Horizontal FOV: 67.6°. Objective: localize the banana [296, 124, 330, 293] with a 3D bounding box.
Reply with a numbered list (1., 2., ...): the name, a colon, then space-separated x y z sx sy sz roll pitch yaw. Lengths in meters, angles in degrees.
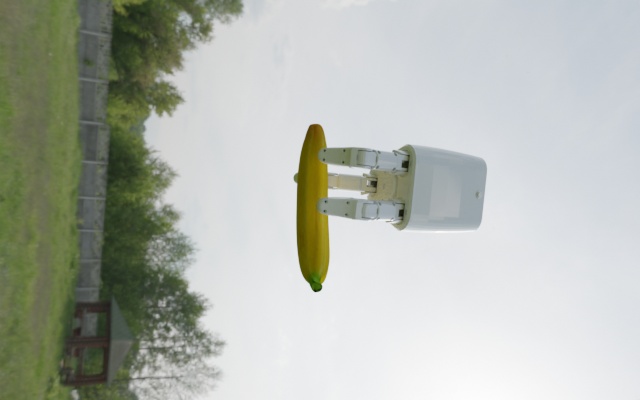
1. banana: -0.006 0.012 0.544 0.037 0.197 0.070 5 -23 -18
